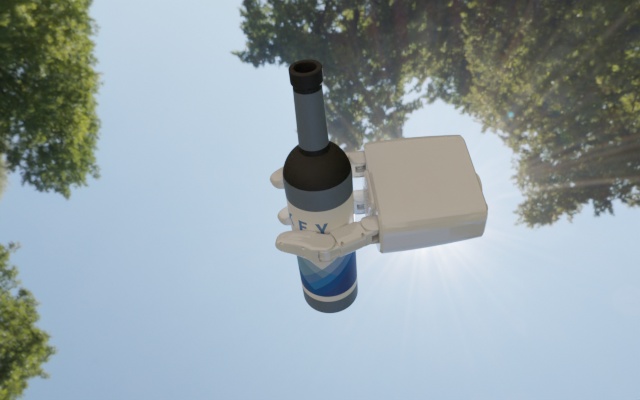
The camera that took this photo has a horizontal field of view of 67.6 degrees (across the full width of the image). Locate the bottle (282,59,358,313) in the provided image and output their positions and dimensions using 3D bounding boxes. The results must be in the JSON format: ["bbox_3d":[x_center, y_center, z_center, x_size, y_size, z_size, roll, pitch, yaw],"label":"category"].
[{"bbox_3d":[0.000,0.002,0.478,0.069,0.296,0.069,-3,43,3],"label":"bottle"}]
